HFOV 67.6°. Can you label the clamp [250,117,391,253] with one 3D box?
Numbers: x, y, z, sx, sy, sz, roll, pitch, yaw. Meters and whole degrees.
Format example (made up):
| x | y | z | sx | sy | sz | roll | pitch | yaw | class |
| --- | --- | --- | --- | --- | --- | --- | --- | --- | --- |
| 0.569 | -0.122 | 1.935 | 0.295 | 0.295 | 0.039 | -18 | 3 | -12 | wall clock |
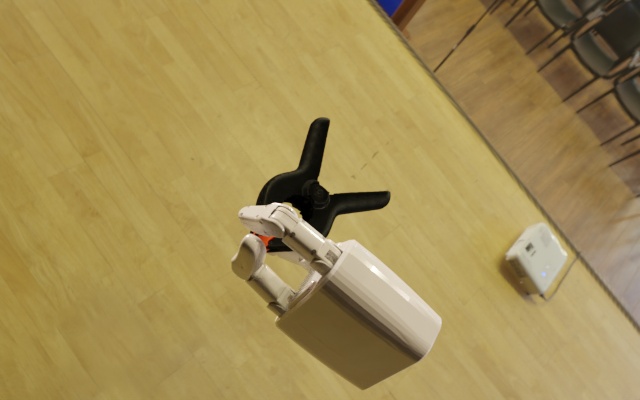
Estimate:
| x | y | z | sx | sy | sz | roll | pitch | yaw | class |
| --- | --- | --- | --- | --- | --- | --- | --- | --- | --- |
| 0.000 | 0.001 | 0.481 | 0.120 | 0.171 | 0.039 | 39 | -33 | -3 | clamp |
